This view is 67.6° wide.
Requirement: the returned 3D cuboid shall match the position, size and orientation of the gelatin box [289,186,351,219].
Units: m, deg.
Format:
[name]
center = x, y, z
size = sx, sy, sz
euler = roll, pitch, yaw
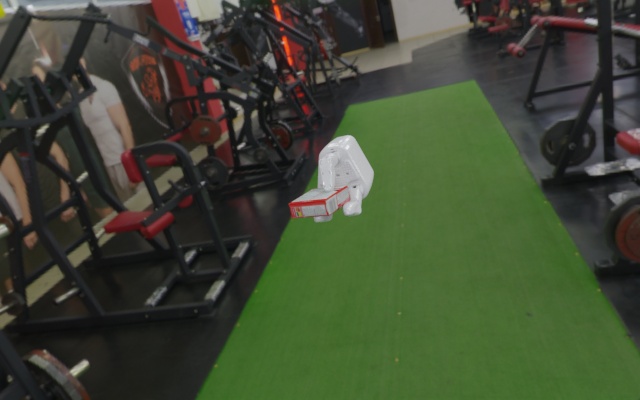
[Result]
[gelatin box]
center = 0.000, 0.002, 0.814
size = 0.073, 0.030, 0.089
euler = -5, 15, 30
